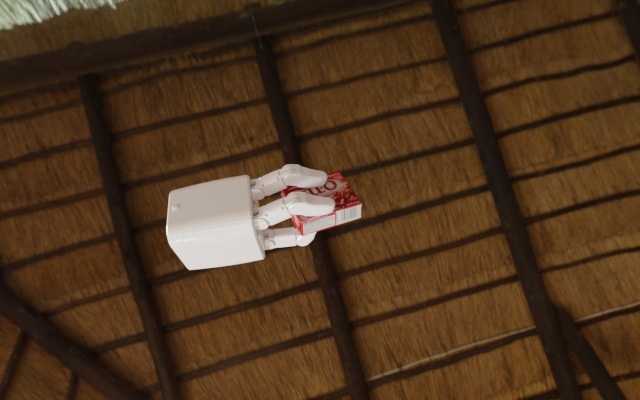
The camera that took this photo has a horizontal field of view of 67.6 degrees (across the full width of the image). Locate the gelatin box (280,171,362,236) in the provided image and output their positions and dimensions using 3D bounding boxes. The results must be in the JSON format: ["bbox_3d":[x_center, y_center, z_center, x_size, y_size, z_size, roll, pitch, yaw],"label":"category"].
[{"bbox_3d":[0.000,0.002,0.634,0.089,0.030,0.073,-16,45,-16],"label":"gelatin box"}]
